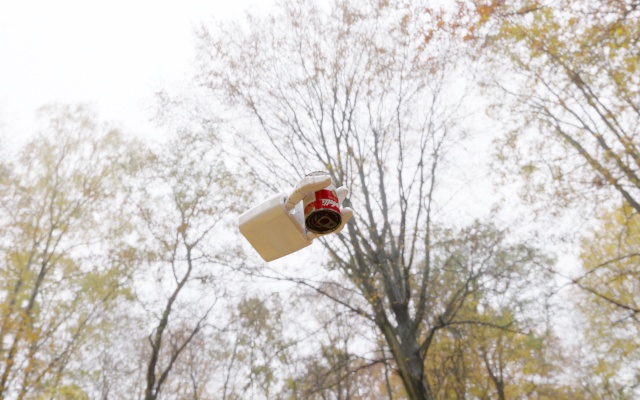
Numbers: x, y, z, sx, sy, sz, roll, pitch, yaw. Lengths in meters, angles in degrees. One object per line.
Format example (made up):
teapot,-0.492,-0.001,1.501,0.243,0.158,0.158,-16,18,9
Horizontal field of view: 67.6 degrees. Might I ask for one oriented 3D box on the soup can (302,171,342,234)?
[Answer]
soup can,0.000,0.002,0.888,0.068,0.102,0.069,-4,-44,-4
